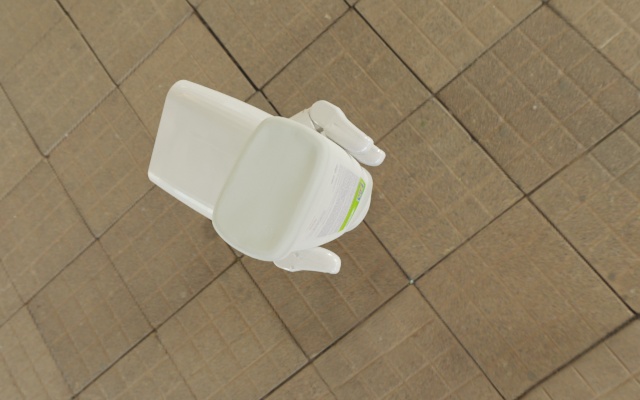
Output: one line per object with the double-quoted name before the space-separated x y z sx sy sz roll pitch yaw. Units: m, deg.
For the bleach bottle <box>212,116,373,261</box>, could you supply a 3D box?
"bleach bottle" 0.000 0.001 0.445 0.068 0.102 0.251 27 2 17
